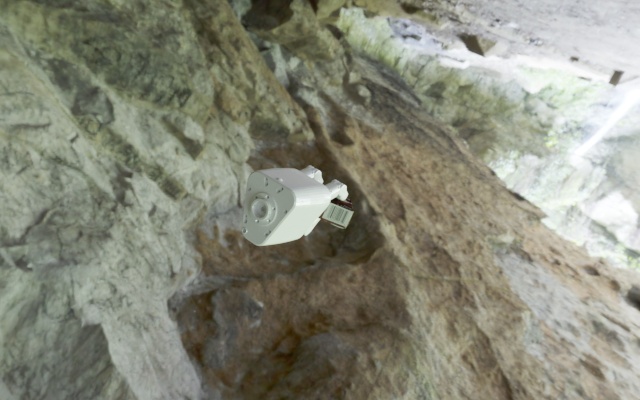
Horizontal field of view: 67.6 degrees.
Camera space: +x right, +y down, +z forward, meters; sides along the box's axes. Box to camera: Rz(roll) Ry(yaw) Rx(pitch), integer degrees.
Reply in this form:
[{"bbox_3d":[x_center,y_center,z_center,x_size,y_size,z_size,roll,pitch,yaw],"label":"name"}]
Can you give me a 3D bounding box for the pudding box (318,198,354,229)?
[{"bbox_3d":[0.000,0.003,0.851,0.113,0.039,0.090,24,13,-5],"label":"pudding box"}]
